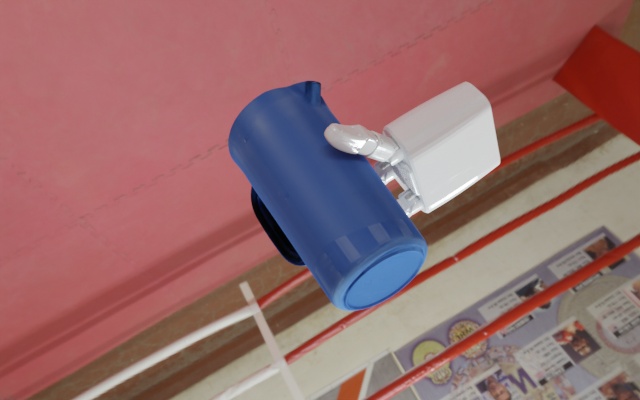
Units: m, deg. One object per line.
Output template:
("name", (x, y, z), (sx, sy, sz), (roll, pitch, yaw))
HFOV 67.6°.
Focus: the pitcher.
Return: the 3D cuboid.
("pitcher", (0.000, 0.002, 0.524), (0.145, 0.242, 0.149), (-31, -34, -5))
